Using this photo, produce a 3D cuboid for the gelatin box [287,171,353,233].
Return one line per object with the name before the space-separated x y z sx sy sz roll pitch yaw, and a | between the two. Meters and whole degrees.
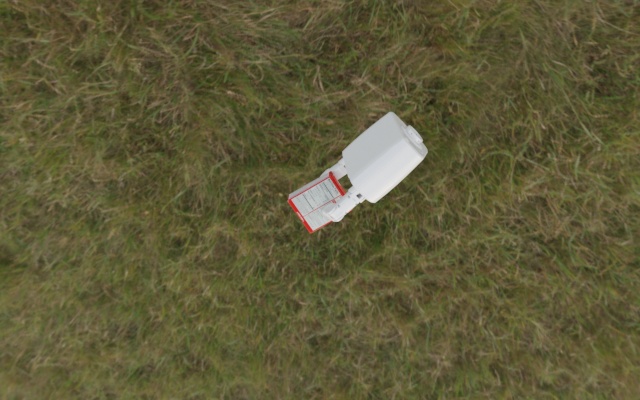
gelatin box | 0.000 0.003 0.812 0.089 0.073 0.030 -30 20 13
